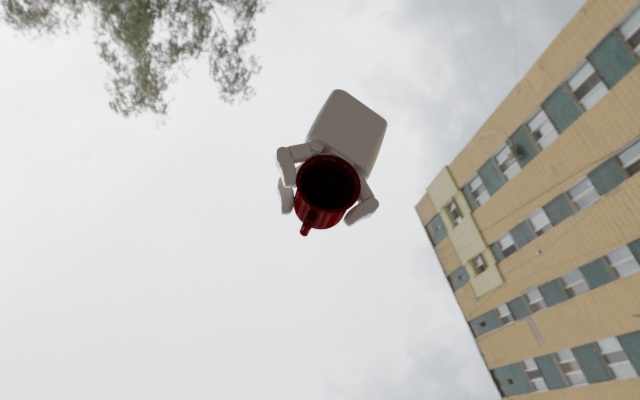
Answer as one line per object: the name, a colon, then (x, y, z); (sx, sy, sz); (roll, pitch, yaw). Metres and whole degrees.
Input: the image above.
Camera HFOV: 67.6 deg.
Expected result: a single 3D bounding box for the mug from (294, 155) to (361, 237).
mug: (0.000, 0.004, 0.697); (0.093, 0.117, 0.081); (24, -27, 1)
